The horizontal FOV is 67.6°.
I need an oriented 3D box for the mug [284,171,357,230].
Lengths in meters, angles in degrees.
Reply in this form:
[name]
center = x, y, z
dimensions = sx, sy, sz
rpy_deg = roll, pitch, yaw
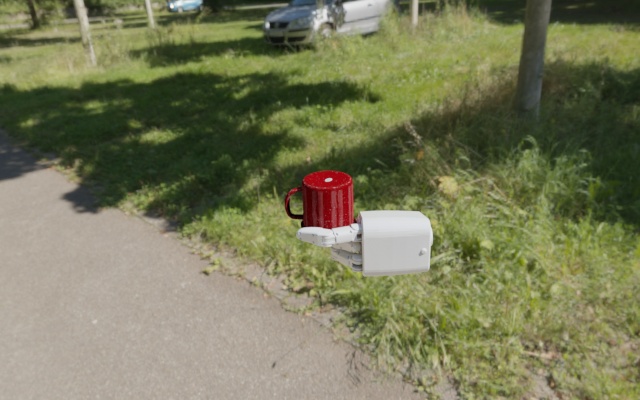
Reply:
[mug]
center = -0.001, 0.002, 0.773
dimensions = 0.117, 0.081, 0.093
rpy_deg = -2, 24, 1
